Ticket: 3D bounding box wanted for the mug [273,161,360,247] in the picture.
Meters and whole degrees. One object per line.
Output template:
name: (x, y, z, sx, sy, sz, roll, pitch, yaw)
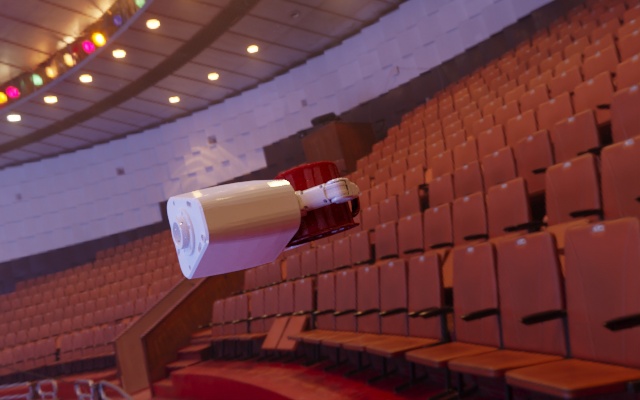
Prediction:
mug: (0.001, 0.001, 0.576, 0.117, 0.081, 0.093, -11, -9, -35)
